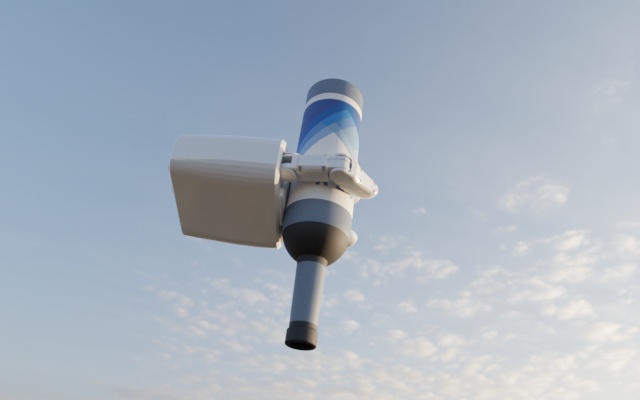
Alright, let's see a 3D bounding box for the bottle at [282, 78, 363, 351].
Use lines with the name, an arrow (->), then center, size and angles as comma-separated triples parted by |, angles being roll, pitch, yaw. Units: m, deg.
bottle -> 0.000, 0.001, 0.483 | 0.069, 0.295, 0.069 | 5, -34, 4
